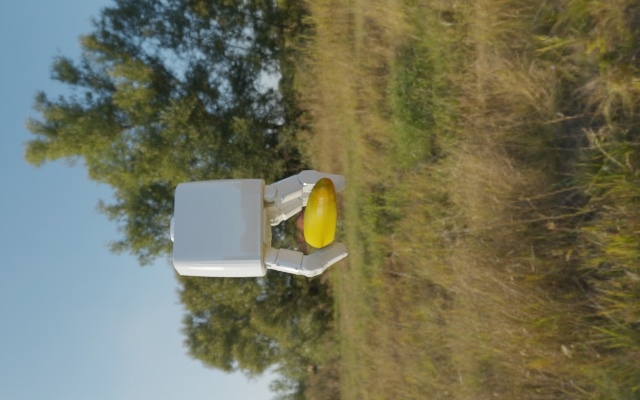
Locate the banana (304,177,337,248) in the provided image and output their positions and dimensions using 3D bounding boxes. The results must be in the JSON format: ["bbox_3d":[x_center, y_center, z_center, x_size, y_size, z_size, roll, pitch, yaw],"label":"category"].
[{"bbox_3d":[0.000,0.021,0.553,0.037,0.069,0.198,2,-5,1],"label":"banana"}]
